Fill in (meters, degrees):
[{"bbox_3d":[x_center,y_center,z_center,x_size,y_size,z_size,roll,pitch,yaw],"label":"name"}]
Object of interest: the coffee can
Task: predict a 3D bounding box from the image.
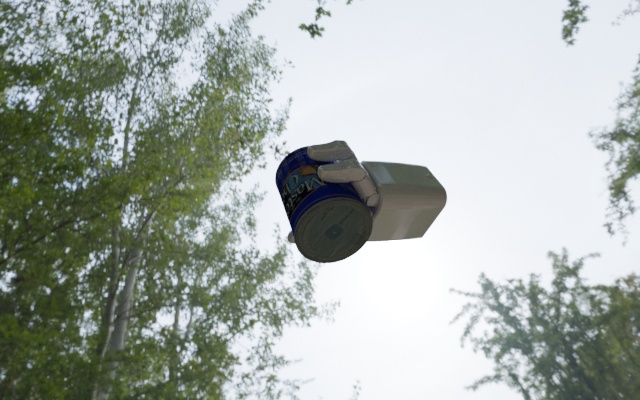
[{"bbox_3d":[0.000,0.002,0.657,0.103,0.103,0.140,0,35,-18],"label":"coffee can"}]
